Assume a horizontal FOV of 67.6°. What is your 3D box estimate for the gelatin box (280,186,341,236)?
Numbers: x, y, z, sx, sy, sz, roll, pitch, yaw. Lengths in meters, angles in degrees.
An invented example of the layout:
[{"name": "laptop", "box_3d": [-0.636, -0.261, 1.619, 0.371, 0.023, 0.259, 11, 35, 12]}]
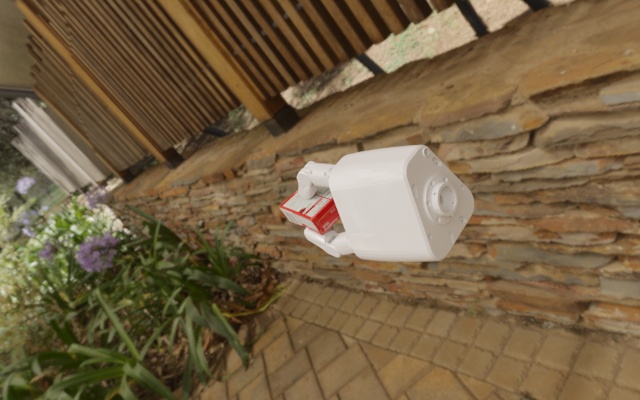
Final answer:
[{"name": "gelatin box", "box_3d": [0.000, 0.002, 0.601, 0.073, 0.030, 0.089, -43, 28, -17]}]
